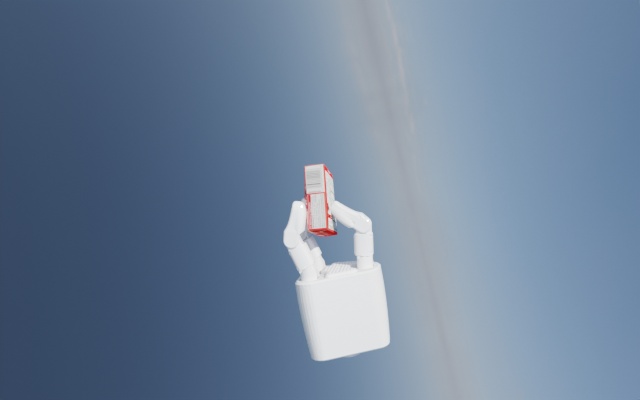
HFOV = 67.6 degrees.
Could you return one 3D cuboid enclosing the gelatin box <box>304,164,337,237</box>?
[{"bbox_3d":[0.001,0.002,0.642,0.030,0.089,0.073,-5,-9,10],"label":"gelatin box"}]
